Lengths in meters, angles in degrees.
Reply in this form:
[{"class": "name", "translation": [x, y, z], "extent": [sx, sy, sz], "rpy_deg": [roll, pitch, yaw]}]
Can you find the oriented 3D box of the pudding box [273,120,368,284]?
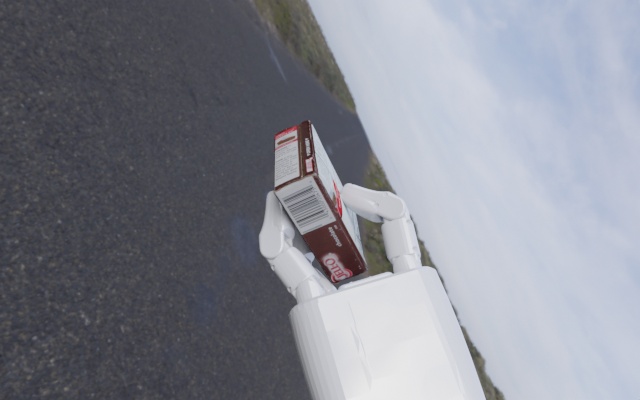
[{"class": "pudding box", "translation": [0.000, 0.001, 0.409], "extent": [0.039, 0.114, 0.090], "rpy_deg": [-21, 35, 9]}]
